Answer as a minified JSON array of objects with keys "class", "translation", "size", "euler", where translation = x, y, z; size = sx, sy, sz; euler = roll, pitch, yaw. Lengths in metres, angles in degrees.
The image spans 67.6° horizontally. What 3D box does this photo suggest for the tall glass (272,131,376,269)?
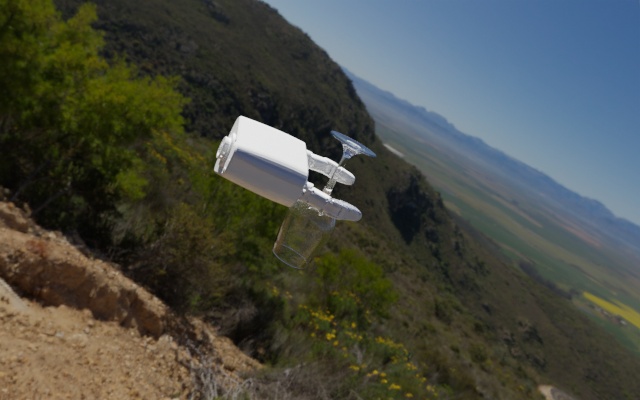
[{"class":"tall glass","translation":[0.001,0.002,0.708],"size":[0.079,0.201,0.079],"euler":[27,15,-8]}]
